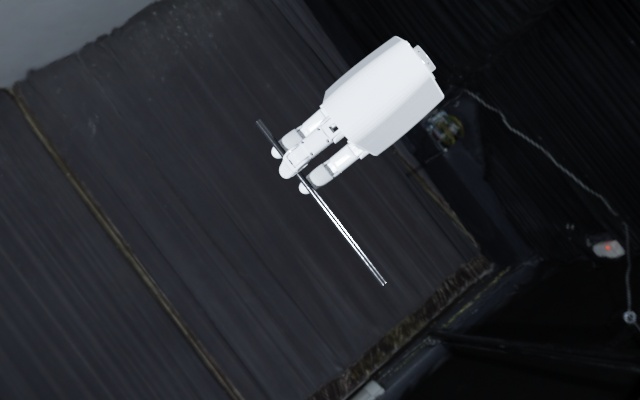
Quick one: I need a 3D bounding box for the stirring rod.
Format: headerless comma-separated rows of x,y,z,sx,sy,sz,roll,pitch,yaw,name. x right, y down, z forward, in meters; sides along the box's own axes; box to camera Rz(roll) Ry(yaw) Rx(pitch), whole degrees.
0.000,0.002,0.558,0.011,0.239,0.011,-38,-2,-1,stirring rod
